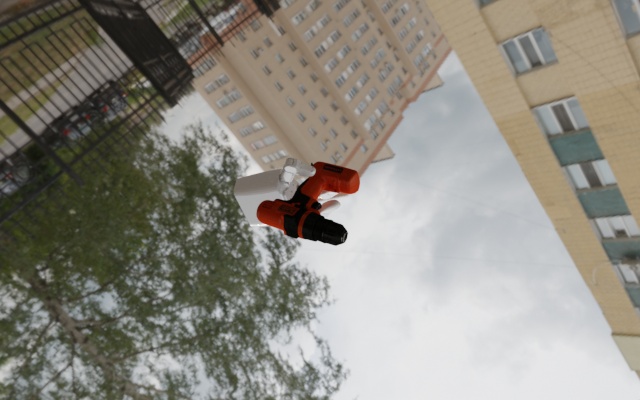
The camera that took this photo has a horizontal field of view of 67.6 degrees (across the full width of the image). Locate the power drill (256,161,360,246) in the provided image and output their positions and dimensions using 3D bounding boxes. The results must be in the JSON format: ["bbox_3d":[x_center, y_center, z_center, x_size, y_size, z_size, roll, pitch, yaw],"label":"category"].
[{"bbox_3d":[0.000,0.003,0.897,0.184,0.057,0.187,17,41,26],"label":"power drill"}]
